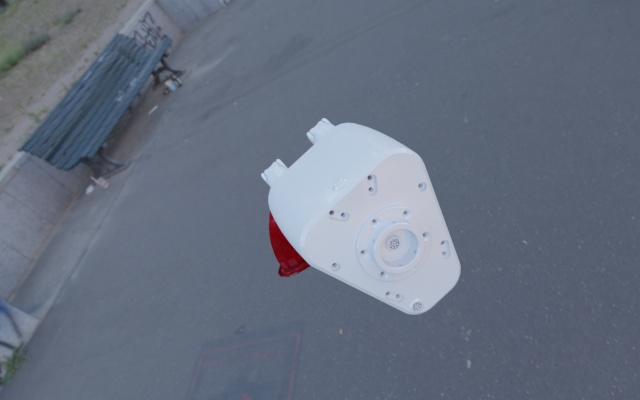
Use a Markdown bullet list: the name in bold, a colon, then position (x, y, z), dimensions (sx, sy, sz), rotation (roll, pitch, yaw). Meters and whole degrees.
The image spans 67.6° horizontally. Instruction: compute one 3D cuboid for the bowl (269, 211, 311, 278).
- **bowl**: position (-0.001, 0.001, 0.485), dimensions (0.162, 0.055, 0.162), rotation (-42, 8, 7)
